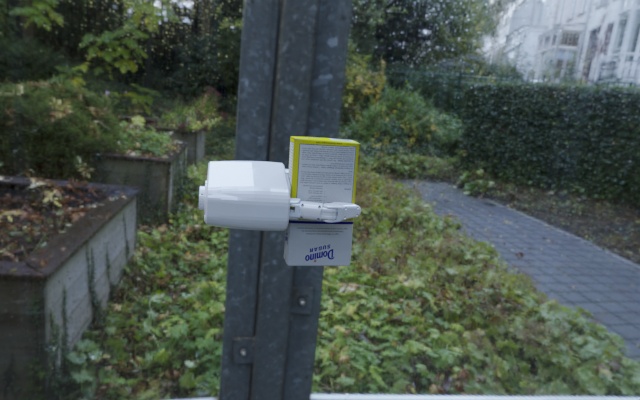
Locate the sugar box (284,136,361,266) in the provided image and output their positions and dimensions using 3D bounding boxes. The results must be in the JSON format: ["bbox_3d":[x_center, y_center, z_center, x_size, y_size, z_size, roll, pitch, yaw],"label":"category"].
[{"bbox_3d":[0.000,0.002,0.667,0.093,0.176,0.048,2,13,-12],"label":"sugar box"}]
